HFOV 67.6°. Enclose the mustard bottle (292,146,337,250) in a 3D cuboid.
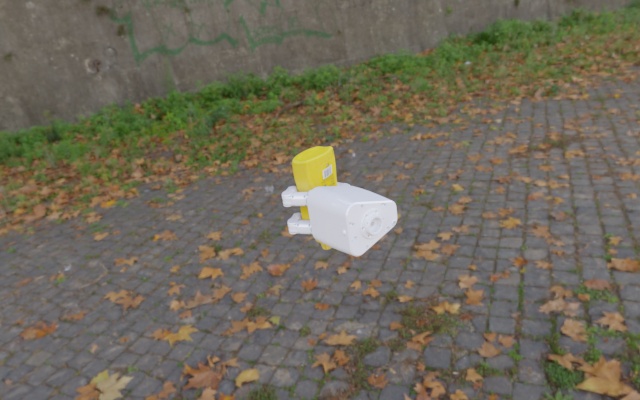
[{"bbox_3d":[0.000,0.003,0.881,0.058,0.192,0.096,4,25,30],"label":"mustard bottle"}]
